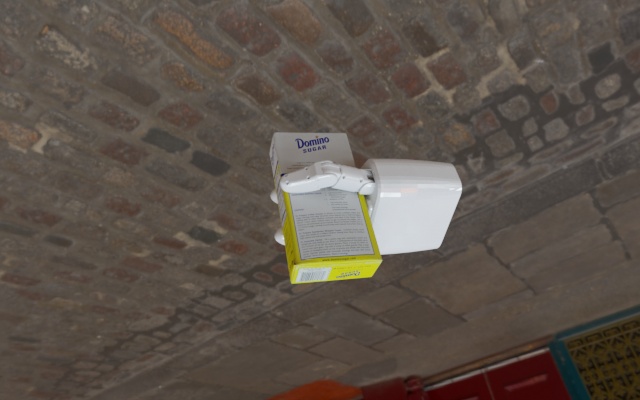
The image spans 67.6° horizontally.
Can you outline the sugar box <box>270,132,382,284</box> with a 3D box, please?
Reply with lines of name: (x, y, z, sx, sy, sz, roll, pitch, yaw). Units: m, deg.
sugar box: (0.000, 0.002, 0.536, 0.093, 0.176, 0.048, -1, -36, -16)
